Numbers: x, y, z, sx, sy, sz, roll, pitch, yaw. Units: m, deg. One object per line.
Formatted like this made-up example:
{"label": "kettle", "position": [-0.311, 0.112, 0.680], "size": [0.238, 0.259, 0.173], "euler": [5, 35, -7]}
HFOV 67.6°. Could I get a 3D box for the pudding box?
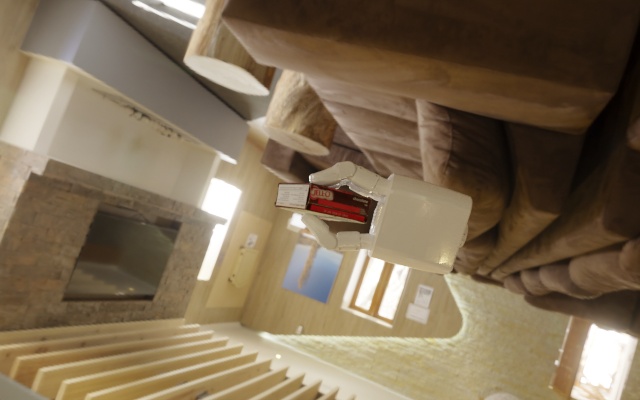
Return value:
{"label": "pudding box", "position": [0.000, 0.002, 0.634], "size": [0.090, 0.039, 0.113], "euler": [14, -6, -26]}
